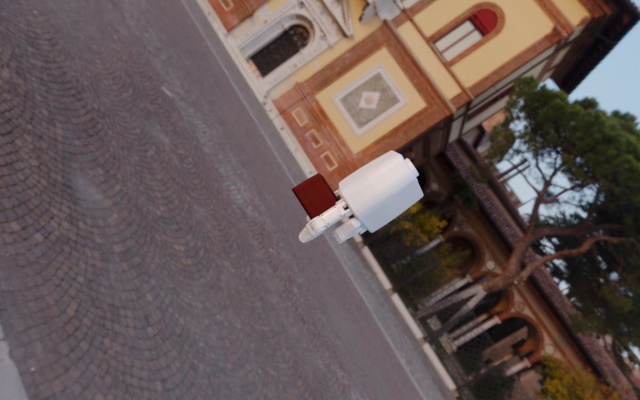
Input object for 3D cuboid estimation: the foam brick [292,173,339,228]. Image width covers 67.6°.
[{"bbox_3d":[0.000,0.002,0.767,0.051,0.078,0.053,-34,-10,7],"label":"foam brick"}]
